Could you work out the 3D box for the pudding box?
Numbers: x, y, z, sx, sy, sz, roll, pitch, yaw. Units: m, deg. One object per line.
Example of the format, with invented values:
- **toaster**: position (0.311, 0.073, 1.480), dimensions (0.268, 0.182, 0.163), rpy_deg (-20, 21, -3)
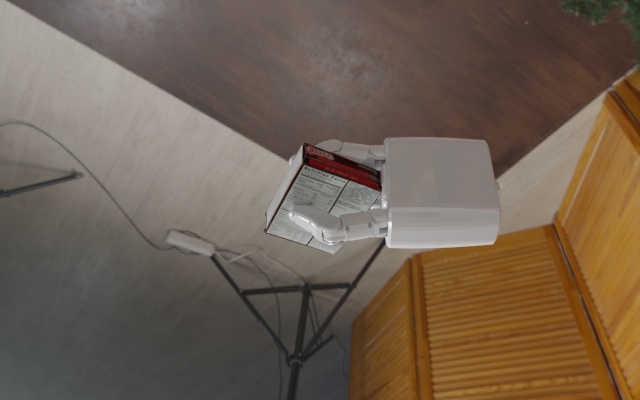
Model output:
- **pudding box**: position (0.000, 0.002, 0.509), dimensions (0.090, 0.113, 0.039), rpy_deg (20, 38, -16)
